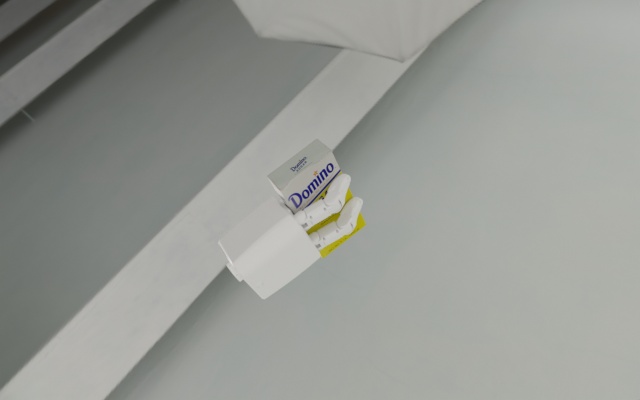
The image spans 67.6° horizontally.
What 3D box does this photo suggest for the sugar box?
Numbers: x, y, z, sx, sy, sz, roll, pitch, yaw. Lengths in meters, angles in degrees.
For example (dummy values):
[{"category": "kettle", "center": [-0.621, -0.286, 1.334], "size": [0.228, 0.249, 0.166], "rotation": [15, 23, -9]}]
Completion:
[{"category": "sugar box", "center": [0.000, 0.003, 0.717], "size": [0.048, 0.093, 0.176], "rotation": [45, -11, 42]}]
